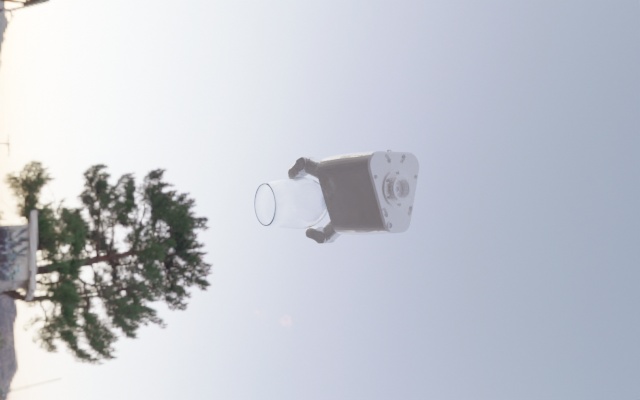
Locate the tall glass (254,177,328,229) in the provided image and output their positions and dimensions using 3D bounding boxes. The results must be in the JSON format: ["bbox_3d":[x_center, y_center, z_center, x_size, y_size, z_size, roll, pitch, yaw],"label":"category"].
[{"bbox_3d":[0.001,0.002,0.740,0.201,0.079,0.079,-3,1,-36],"label":"tall glass"}]
